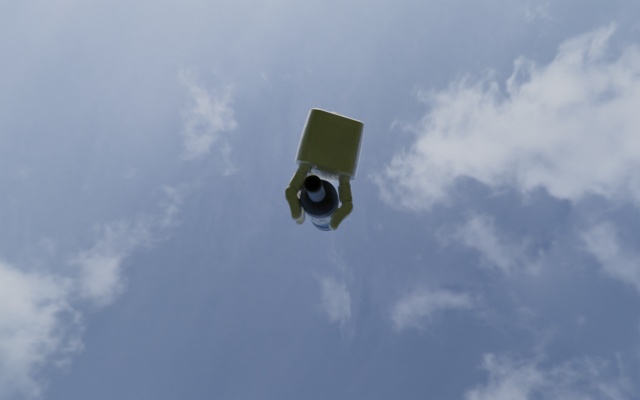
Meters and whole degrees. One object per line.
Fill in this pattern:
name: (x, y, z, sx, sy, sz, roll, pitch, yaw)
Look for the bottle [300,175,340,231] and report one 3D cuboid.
bottle: (0.000, 0.003, 0.867, 0.069, 0.069, 0.296, 0, -11, 5)
